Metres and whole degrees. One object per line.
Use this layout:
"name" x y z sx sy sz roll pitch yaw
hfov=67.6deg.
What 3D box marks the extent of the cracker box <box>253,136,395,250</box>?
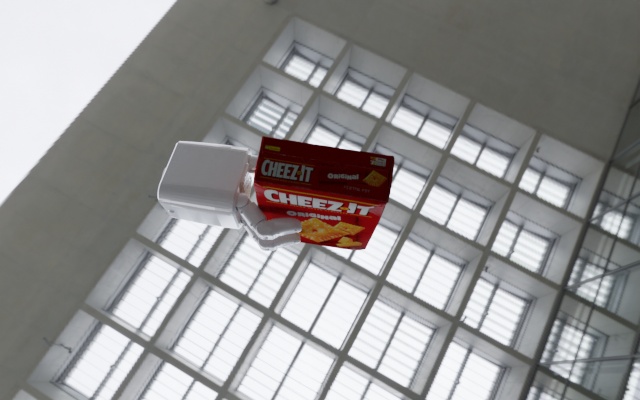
"cracker box" 0.000 0.002 0.660 0.164 0.072 0.214 8 -21 1
